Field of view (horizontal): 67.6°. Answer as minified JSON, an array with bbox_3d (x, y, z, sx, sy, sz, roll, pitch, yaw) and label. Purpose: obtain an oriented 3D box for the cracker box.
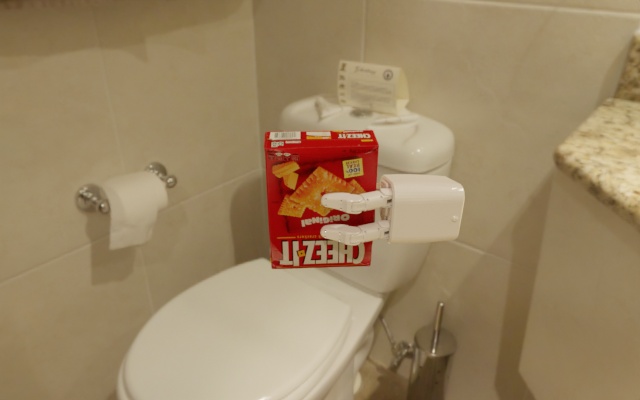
[{"bbox_3d":[0.000,0.002,0.737,0.164,0.214,0.072,-1,29,-2],"label":"cracker box"}]
